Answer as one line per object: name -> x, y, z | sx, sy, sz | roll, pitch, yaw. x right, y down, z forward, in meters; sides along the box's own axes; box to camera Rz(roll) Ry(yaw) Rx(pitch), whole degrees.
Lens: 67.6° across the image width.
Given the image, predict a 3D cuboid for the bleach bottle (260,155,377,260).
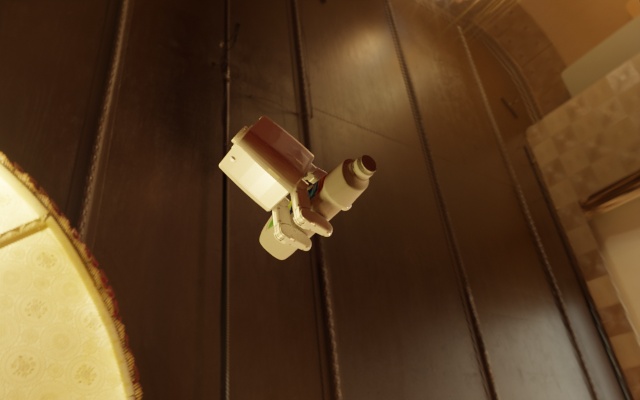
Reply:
bleach bottle -> 0.000, 0.003, 0.753 | 0.251, 0.068, 0.102 | -40, 13, 43
